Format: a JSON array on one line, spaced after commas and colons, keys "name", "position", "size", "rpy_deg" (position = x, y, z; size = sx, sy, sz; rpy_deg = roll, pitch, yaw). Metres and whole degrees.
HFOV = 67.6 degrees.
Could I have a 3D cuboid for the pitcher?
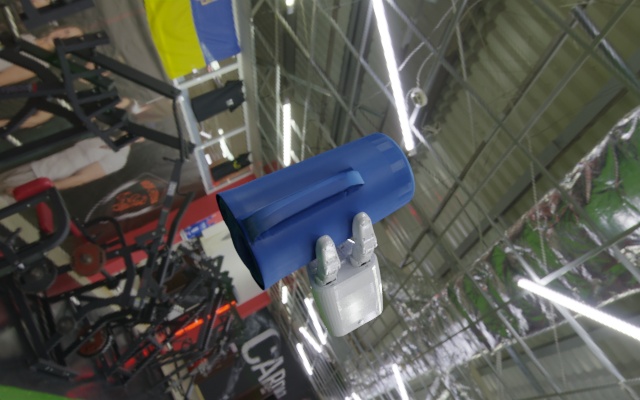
[{"name": "pitcher", "position": [0.000, 0.002, 0.613], "size": [0.243, 0.145, 0.149], "rpy_deg": [-27, 37, -17]}]
